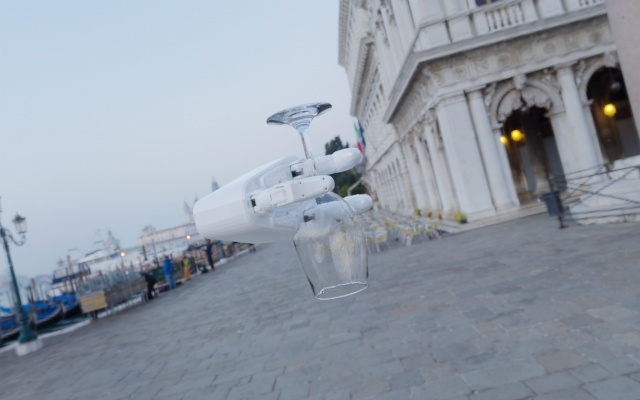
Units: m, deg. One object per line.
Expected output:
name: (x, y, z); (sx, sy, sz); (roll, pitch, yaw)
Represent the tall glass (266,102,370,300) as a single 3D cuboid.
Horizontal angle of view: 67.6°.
tall glass: (0.000, 0.001, 0.519); (0.079, 0.201, 0.079); (-14, -1, 0)
